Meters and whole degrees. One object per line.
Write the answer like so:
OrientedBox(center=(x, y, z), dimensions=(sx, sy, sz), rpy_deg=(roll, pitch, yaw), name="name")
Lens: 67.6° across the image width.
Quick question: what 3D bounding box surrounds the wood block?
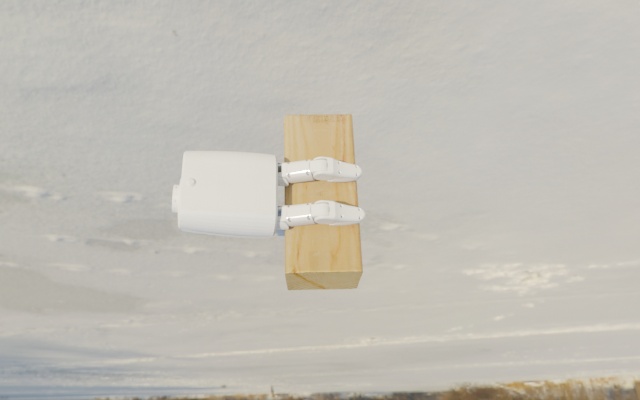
OrientedBox(center=(0.000, 0.002, 0.607), dimensions=(0.090, 0.206, 0.091), rpy_deg=(-1, -22, -2), name="wood block")
